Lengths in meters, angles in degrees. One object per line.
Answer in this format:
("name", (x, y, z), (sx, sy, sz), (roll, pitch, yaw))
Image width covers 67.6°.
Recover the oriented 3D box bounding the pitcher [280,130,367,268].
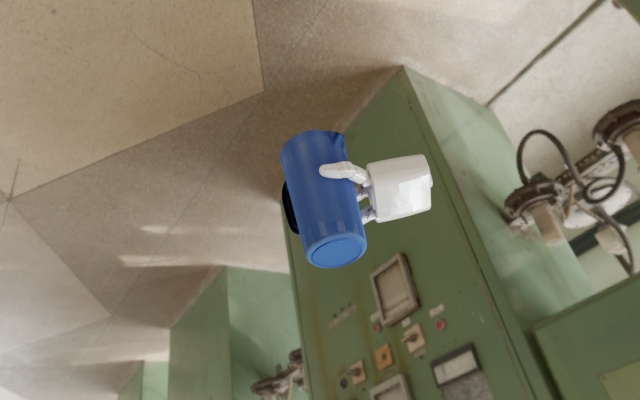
("pitcher", (0.000, 0.003, 0.886), (0.145, 0.242, 0.149), (-11, -36, -2))
